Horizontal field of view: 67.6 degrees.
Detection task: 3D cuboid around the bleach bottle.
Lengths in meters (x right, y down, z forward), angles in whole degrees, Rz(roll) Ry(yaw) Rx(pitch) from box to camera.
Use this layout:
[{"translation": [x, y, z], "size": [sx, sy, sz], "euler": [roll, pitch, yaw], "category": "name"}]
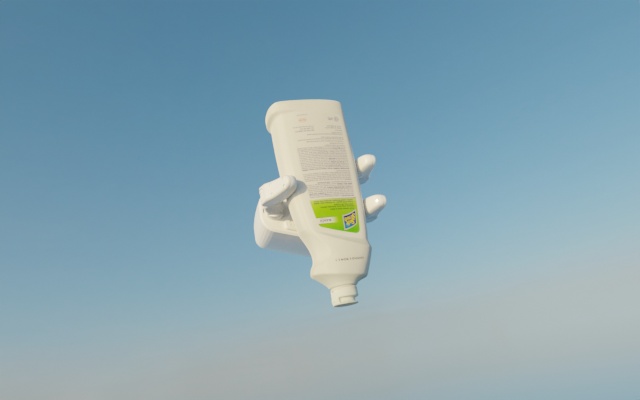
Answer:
[{"translation": [0.000, 0.002, 0.578], "size": [0.102, 0.250, 0.068], "euler": [-5, -20, -14], "category": "bleach bottle"}]
